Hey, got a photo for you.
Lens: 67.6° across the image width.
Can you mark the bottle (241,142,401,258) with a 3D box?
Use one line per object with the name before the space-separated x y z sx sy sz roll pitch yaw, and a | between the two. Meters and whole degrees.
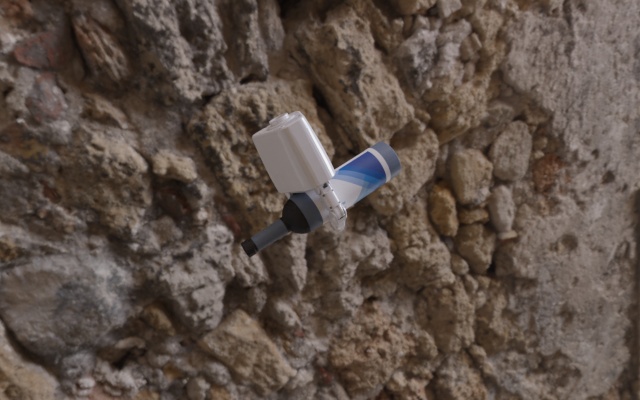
bottle | 0.000 0.003 0.792 0.295 0.069 0.069 -33 10 -16
